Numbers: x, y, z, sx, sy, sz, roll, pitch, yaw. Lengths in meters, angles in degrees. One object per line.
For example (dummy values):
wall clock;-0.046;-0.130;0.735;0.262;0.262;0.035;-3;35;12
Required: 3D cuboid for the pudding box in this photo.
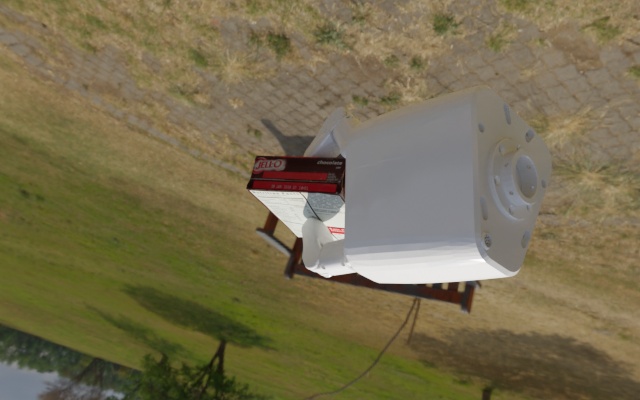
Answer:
pudding box;0.000;0.002;0.430;0.090;0.039;0.113;5;-25;26
